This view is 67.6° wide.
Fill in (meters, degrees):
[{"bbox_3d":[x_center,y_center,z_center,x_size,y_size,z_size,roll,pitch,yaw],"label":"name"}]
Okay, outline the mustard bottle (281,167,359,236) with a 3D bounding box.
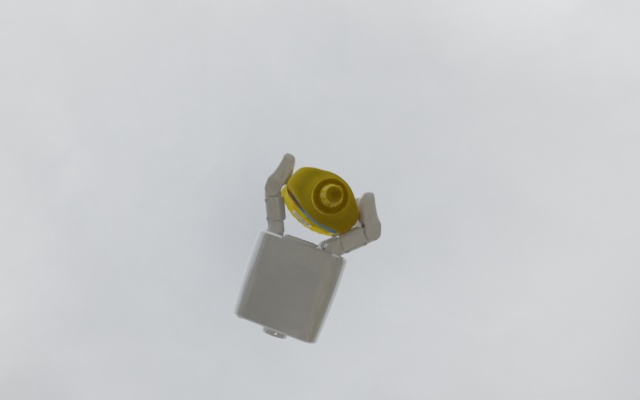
[{"bbox_3d":[0.000,0.002,0.591,0.096,0.058,0.191,44,-9,-3],"label":"mustard bottle"}]
